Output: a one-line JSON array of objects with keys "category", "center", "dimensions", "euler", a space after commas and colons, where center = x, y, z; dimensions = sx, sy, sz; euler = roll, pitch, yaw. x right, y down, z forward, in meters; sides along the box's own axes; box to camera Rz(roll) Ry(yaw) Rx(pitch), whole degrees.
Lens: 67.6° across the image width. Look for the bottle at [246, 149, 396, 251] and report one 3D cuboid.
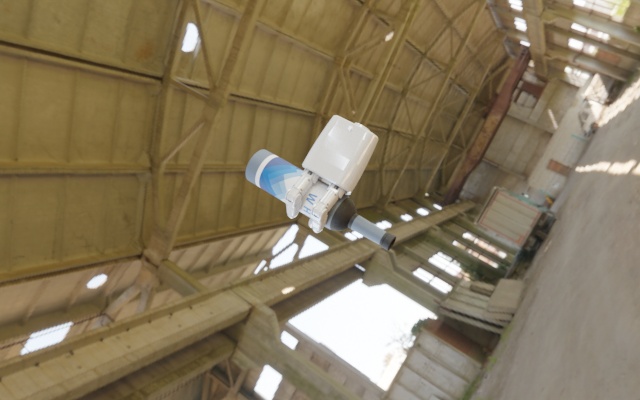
[{"category": "bottle", "center": [0.000, 0.003, 0.845], "dimensions": [0.295, 0.069, 0.069], "euler": [30, 11, 21]}]
